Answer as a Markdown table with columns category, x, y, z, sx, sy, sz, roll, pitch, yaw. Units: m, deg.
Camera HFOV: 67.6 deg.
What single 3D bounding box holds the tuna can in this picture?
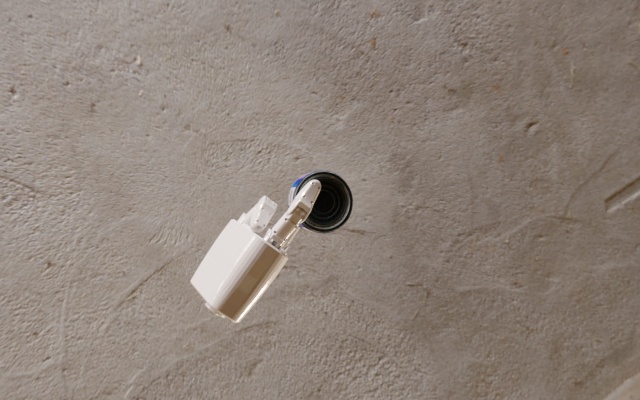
| category | x | y | z | sx | sy | sz | roll | pitch | yaw |
| --- | --- | --- | --- | --- | --- | --- | --- | --- | --- |
| tuna can | 0.000 | 0.002 | 0.648 | 0.086 | 0.086 | 0.034 | 0 | -2 | -17 |
